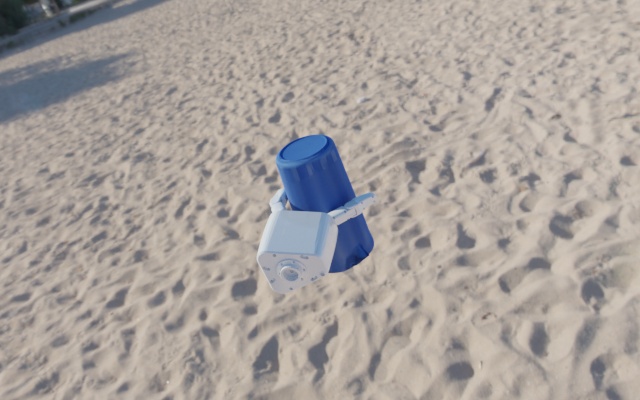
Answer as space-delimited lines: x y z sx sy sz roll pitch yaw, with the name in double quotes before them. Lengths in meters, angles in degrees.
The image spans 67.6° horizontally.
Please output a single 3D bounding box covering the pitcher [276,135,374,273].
"pitcher" 0.000 0.003 0.891 0.149 0.243 0.145 -10 32 18
